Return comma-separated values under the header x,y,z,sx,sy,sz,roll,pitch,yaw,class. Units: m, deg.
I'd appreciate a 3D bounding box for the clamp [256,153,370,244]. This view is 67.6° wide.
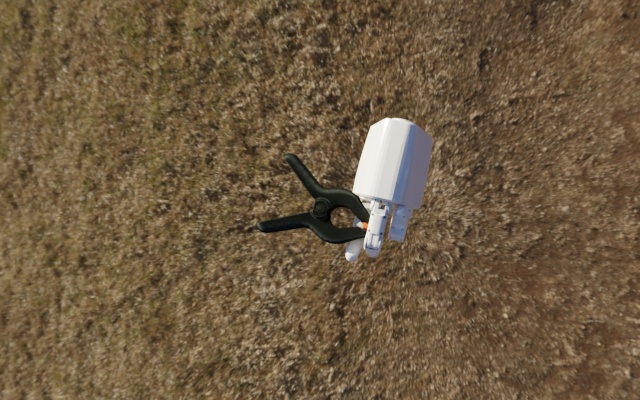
x,y,z,sx,sy,sz,roll,pitch,yaw,class
0.000,0.002,0.674,0.171,0.120,0.039,12,2,11,clamp
